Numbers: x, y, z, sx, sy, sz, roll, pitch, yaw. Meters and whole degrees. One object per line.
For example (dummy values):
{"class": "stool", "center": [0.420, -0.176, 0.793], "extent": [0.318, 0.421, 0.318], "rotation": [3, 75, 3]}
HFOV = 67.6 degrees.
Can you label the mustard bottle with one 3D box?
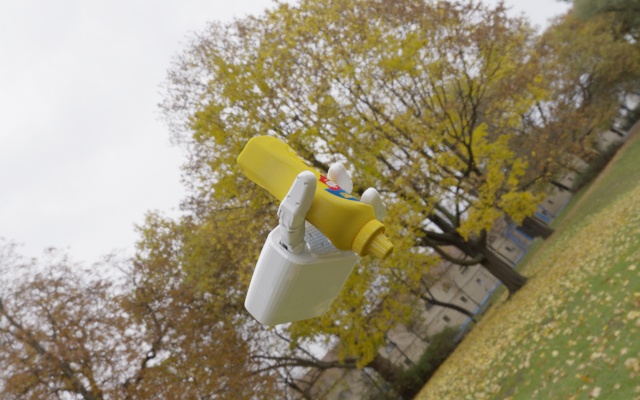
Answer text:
{"class": "mustard bottle", "center": [0.000, 0.001, 0.525], "extent": [0.191, 0.058, 0.096], "rotation": [38, 6, 24]}
